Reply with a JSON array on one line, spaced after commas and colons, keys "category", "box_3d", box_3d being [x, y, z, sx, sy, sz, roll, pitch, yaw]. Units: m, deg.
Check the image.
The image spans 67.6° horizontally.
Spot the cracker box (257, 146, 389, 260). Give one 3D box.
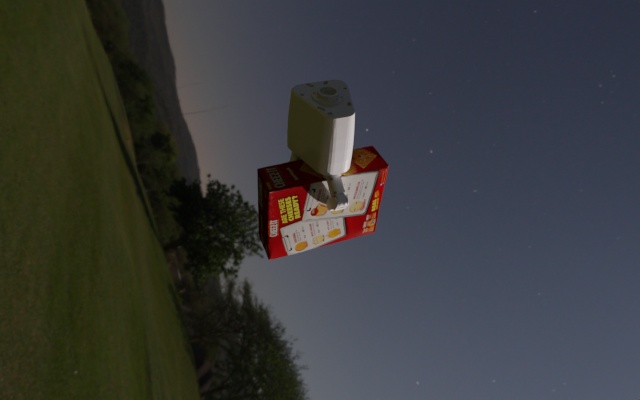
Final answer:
[{"category": "cracker box", "box_3d": [0.000, 0.003, 0.835, 0.213, 0.164, 0.072, -13, 45, -19]}]
